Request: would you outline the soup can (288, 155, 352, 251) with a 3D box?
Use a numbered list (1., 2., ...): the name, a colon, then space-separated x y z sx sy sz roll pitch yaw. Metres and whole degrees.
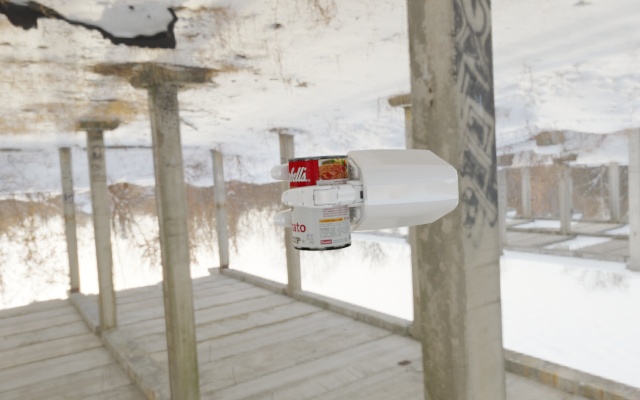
1. soup can: 0.000 0.002 0.539 0.068 0.102 0.068 -3 3 0
